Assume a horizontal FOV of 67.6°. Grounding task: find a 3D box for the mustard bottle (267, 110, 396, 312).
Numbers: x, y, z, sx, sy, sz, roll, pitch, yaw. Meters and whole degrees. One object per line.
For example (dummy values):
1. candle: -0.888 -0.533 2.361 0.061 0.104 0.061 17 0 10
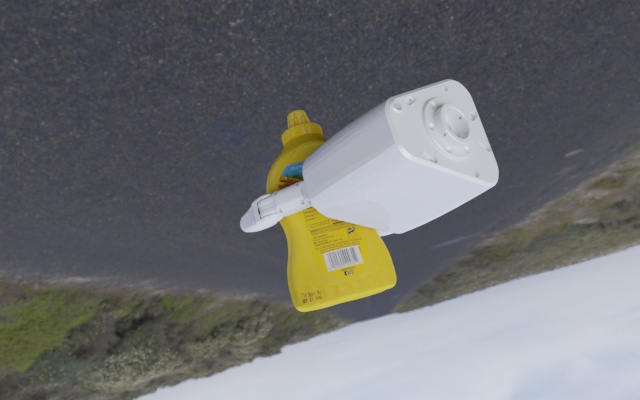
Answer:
1. mustard bottle: 0.000 0.002 0.456 0.096 0.191 0.058 -12 -15 -13
